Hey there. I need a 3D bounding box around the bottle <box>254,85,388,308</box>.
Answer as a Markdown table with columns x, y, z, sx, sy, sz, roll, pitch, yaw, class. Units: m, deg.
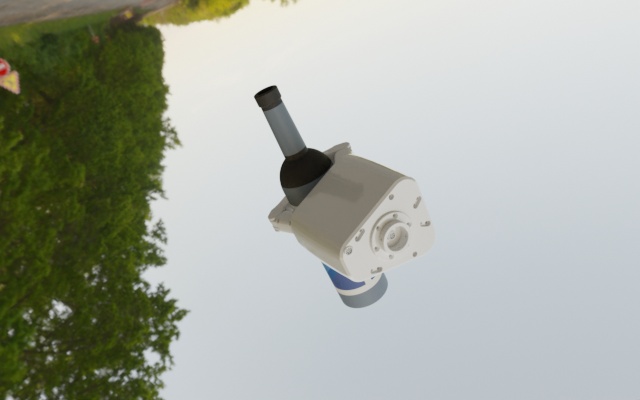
| x | y | z | sx | sy | sz | roll | pitch | yaw | class |
| --- | --- | --- | --- | --- | --- | --- | --- | --- | --- |
| 0.000 | 0.002 | 0.570 | 0.069 | 0.296 | 0.069 | -21 | 28 | 11 | bottle |
